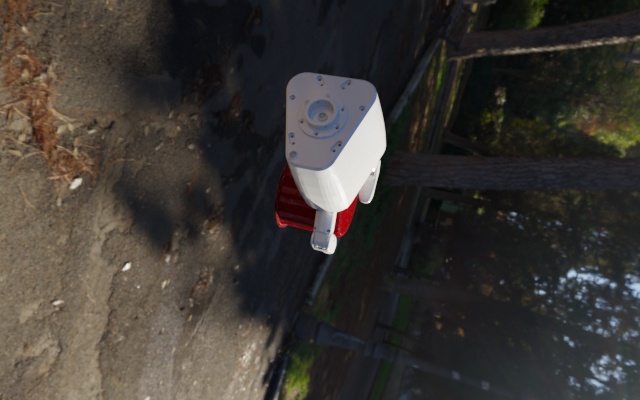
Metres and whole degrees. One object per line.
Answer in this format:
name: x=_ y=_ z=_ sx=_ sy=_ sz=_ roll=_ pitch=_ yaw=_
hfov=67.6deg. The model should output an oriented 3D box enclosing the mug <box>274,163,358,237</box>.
mug: x=0.001 y=0.003 z=0.611 sx=0.081 sy=0.093 sz=0.117 roll=13 pitch=-17 yaw=15
